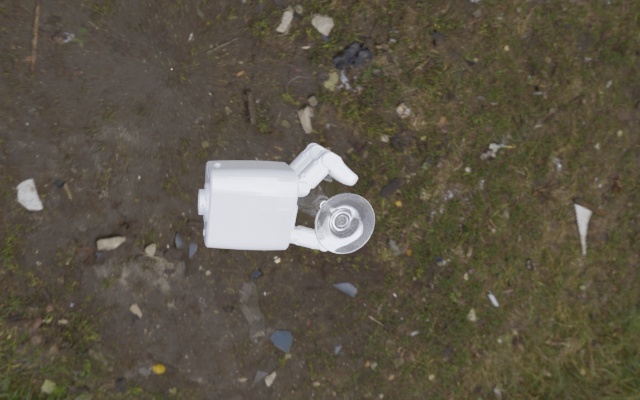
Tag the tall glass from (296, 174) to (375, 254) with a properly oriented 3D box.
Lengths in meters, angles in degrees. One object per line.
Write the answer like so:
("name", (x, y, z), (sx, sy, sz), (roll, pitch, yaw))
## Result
("tall glass", (0.000, 0.002, 0.645), (0.079, 0.079, 0.201), (0, 15, -17))
